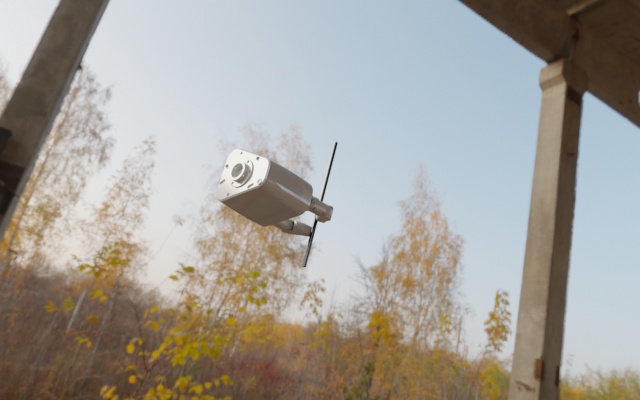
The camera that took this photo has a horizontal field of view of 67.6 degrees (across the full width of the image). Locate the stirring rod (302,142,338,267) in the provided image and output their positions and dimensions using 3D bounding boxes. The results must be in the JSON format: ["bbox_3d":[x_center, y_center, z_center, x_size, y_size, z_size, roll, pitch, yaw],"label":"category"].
[{"bbox_3d":[0.000,0.003,0.855,0.011,0.239,0.011,13,-18,4],"label":"stirring rod"}]
